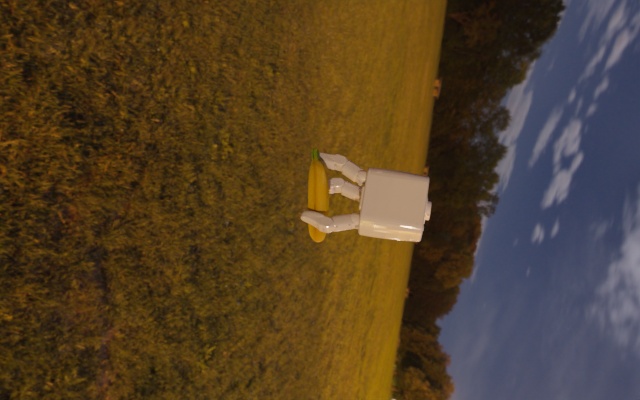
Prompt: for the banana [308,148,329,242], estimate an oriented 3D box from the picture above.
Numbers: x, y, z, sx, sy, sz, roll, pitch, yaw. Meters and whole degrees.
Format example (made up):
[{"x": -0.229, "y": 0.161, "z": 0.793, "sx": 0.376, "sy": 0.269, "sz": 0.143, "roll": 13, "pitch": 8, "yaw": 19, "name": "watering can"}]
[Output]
[{"x": -0.002, "y": 0.010, "z": 0.857, "sx": 0.037, "sy": 0.198, "sz": 0.069, "roll": 4, "pitch": 33, "yaw": 6, "name": "banana"}]
